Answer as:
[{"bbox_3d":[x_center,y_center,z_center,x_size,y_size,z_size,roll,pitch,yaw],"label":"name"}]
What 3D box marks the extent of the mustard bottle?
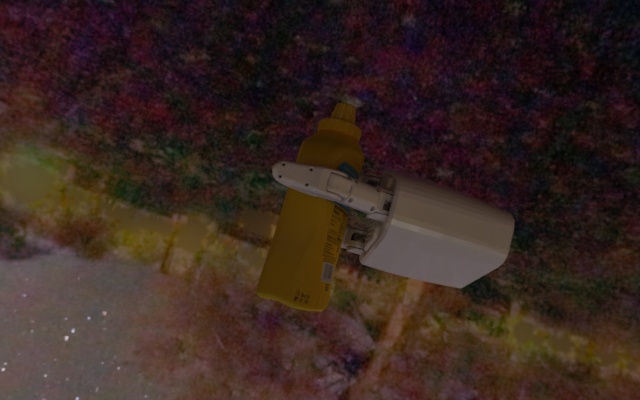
[{"bbox_3d":[0.000,0.002,0.439,0.058,0.191,0.096,13,-9,21],"label":"mustard bottle"}]
